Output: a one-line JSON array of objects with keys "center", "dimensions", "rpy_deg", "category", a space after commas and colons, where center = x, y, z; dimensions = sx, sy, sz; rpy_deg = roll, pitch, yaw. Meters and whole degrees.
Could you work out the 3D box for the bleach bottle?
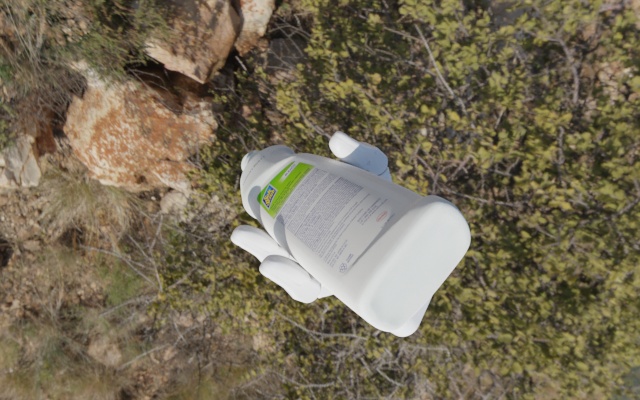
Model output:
[{"center": [0.000, 0.001, 0.416], "dimensions": [0.068, 0.102, 0.250], "rpy_deg": [45, -6, -40], "category": "bleach bottle"}]
